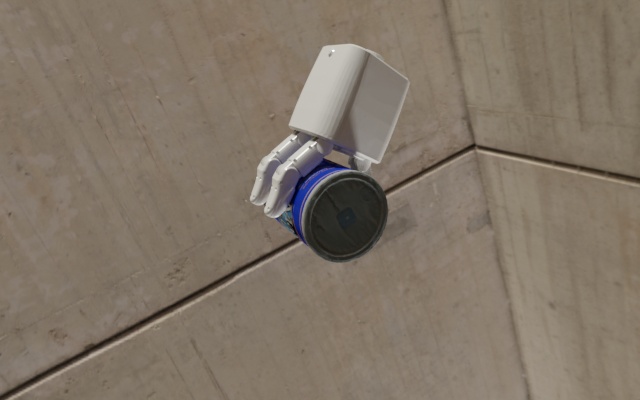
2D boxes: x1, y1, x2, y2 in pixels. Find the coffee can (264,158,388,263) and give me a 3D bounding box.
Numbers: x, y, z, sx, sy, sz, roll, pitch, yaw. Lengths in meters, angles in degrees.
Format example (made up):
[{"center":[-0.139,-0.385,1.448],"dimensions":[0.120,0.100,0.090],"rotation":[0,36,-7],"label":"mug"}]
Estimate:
[{"center":[0.000,0.002,0.570],"dimensions":[0.103,0.103,0.140],"rotation":[0,14,-26],"label":"coffee can"}]
